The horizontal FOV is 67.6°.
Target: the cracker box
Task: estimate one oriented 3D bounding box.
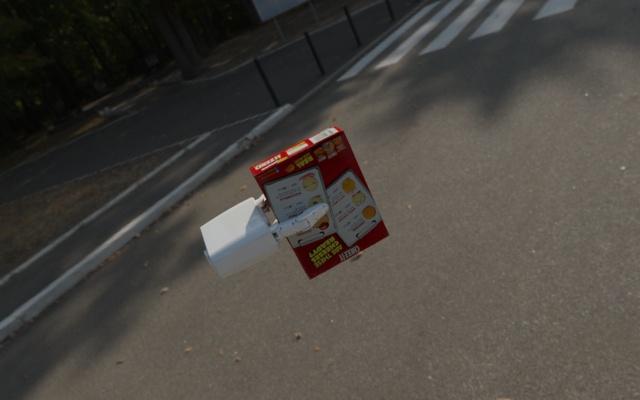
[{"bbox_3d":[0.000,0.003,0.823,0.164,0.214,0.072,-28,22,-5],"label":"cracker box"}]
